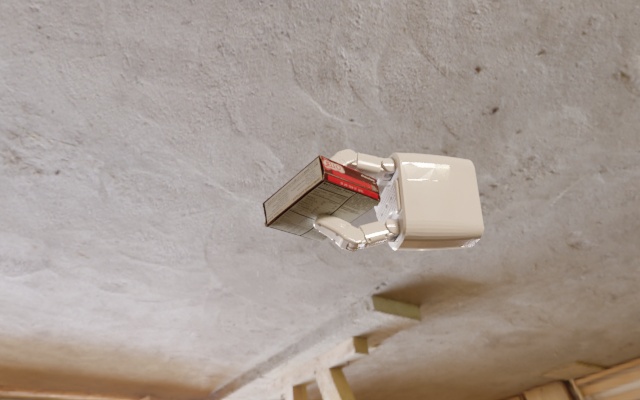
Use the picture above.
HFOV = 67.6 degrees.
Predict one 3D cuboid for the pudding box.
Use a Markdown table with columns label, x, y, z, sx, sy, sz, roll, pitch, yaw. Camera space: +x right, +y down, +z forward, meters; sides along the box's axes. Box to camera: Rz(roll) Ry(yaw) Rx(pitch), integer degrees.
| label | x | y | z | sx | sy | sz | roll | pitch | yaw |
| --- | --- | --- | --- | --- | --- | --- | --- | --- | --- |
| pudding box | 0.000 | 0.002 | 0.562 | 0.090 | 0.039 | 0.113 | 20 | -44 | -36 |
